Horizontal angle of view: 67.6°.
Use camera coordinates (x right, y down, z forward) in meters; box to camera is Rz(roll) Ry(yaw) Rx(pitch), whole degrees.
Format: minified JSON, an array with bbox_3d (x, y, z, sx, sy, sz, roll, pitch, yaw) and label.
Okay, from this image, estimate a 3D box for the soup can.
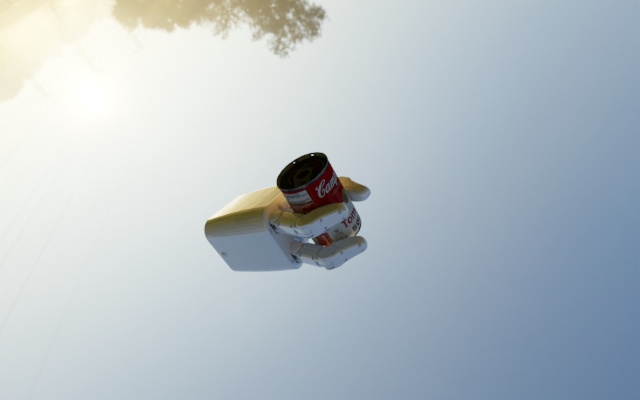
[{"bbox_3d":[0.001,0.002,0.579,0.068,0.102,0.068,-22,33,15],"label":"soup can"}]
